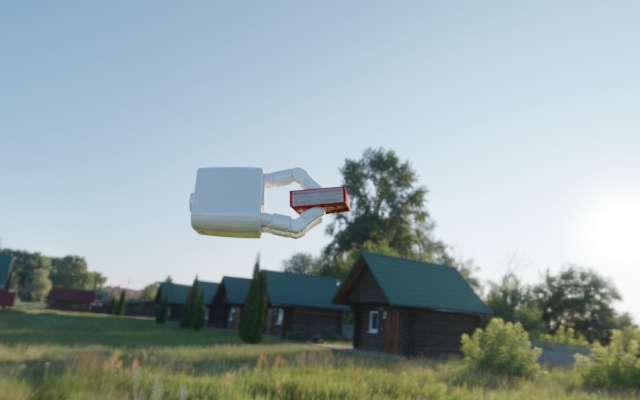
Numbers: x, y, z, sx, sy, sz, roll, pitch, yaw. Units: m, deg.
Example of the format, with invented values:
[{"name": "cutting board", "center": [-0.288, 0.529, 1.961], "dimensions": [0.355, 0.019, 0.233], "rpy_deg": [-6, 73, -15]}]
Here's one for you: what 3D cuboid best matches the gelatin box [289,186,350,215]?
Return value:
[{"name": "gelatin box", "center": [0.000, 0.002, 0.770], "dimensions": [0.089, 0.030, 0.073], "rpy_deg": [-6, -13, 8]}]
